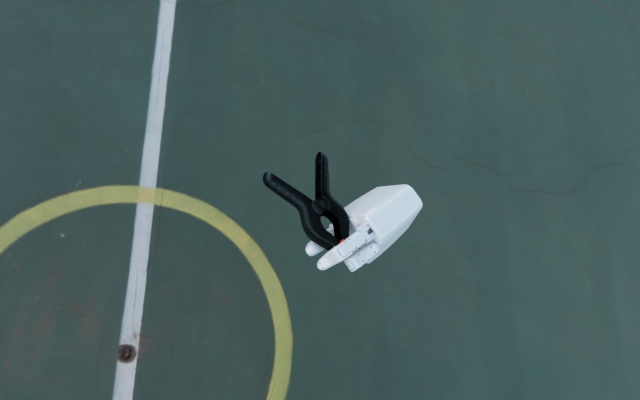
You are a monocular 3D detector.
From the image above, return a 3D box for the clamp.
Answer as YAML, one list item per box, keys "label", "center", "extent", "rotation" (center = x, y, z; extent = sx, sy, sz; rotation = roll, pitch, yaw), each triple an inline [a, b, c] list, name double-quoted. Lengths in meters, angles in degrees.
- label: "clamp"
  center: [0.000, 0.002, 0.755]
  extent: [0.120, 0.171, 0.039]
  rotation: [-35, -2, -27]
